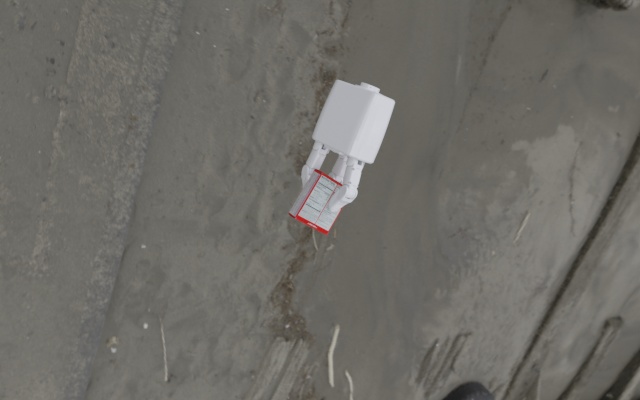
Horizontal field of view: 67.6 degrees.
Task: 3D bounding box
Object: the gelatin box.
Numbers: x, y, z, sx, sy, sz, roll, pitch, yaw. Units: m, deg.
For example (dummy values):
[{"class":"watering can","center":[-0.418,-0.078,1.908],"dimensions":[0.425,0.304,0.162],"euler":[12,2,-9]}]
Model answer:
[{"class":"gelatin box","center":[0.000,0.003,0.796],"dimensions":[0.073,0.089,0.030],"euler":[30,1,-35]}]
